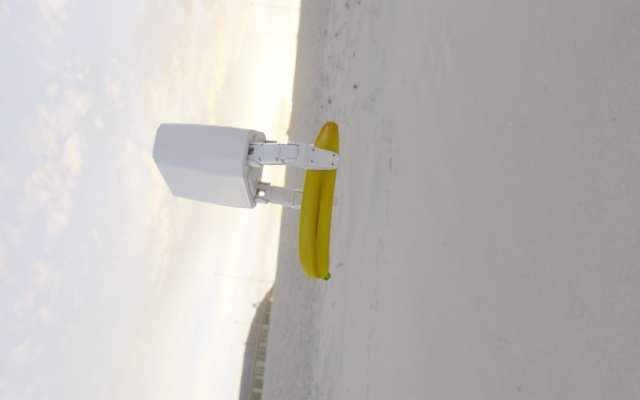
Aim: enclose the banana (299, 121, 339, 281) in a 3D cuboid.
[{"bbox_3d":[-0.002,0.009,0.549,0.037,0.198,0.069,6,14,6],"label":"banana"}]
